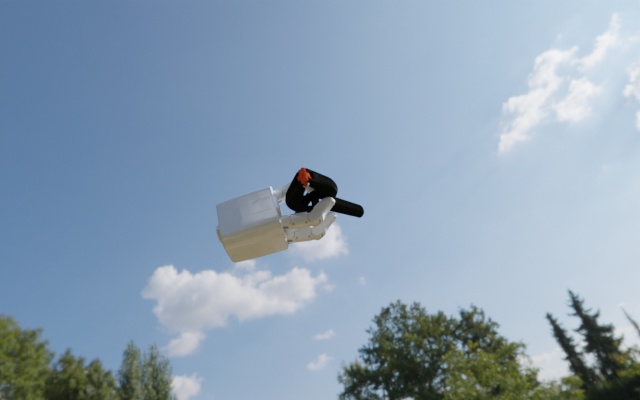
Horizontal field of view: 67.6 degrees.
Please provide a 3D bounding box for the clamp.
[{"bbox_3d":[0.000,0.002,0.869,0.164,0.036,0.210,-16,-29,-4],"label":"clamp"}]
